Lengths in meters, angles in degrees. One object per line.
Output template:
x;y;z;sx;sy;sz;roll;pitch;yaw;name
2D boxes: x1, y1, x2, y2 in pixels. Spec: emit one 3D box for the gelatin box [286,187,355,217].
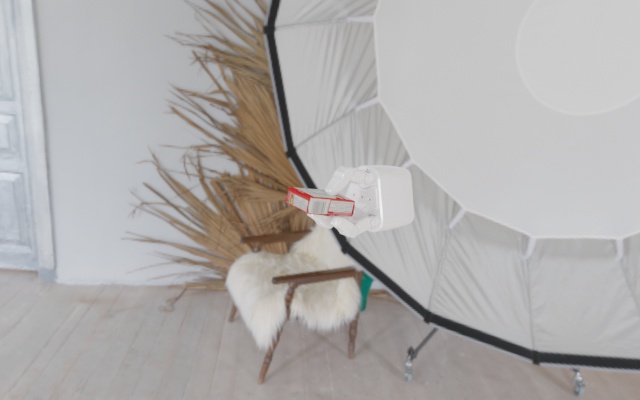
0.000;0.002;0.778;0.089;0.030;0.073;5;12;-33;gelatin box
